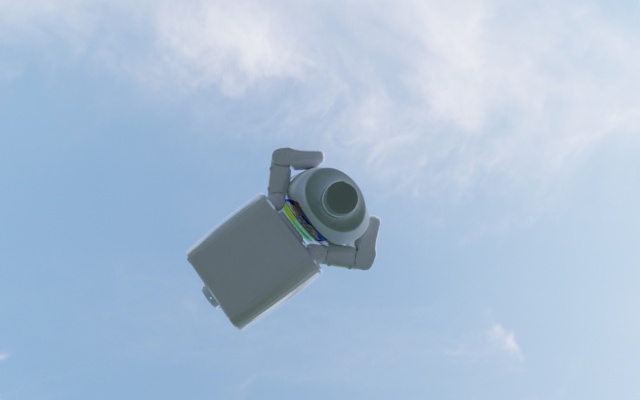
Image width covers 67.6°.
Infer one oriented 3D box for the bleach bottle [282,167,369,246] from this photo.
[{"bbox_3d":[0.000,0.002,0.530,0.068,0.102,0.251,-36,0,-8],"label":"bleach bottle"}]
